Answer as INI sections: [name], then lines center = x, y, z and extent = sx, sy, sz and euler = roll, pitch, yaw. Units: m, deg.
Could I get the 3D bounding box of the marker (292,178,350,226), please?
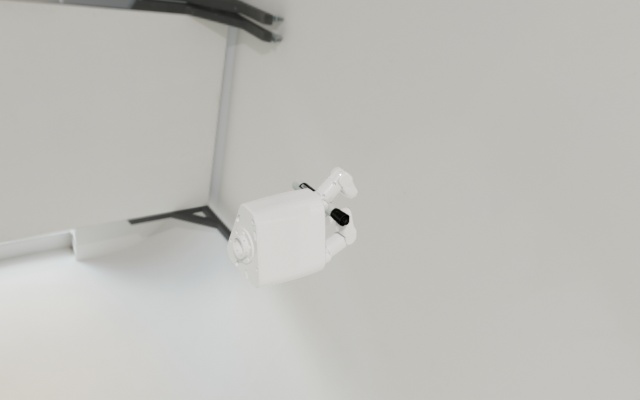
[marker]
center = 0.000, 0.002, 0.683
extent = 0.020, 0.020, 0.121
euler = 0, 27, -42
